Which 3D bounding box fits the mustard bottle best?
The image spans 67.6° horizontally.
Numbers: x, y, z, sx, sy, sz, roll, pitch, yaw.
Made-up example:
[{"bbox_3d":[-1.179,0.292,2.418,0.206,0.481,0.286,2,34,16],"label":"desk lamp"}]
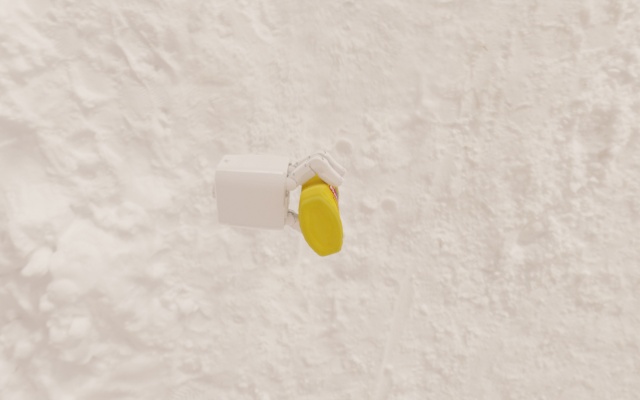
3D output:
[{"bbox_3d":[0.000,0.002,0.747,0.058,0.096,0.191,-19,21,7],"label":"mustard bottle"}]
